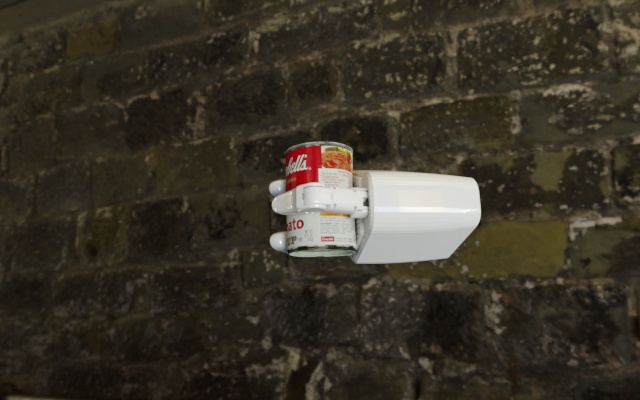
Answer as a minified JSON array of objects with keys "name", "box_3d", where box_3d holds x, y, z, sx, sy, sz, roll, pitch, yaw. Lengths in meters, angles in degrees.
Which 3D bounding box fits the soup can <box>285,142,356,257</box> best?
[{"name":"soup can","box_3d":[0.000,0.002,0.468,0.068,0.102,0.068,-2,-12,0]}]
